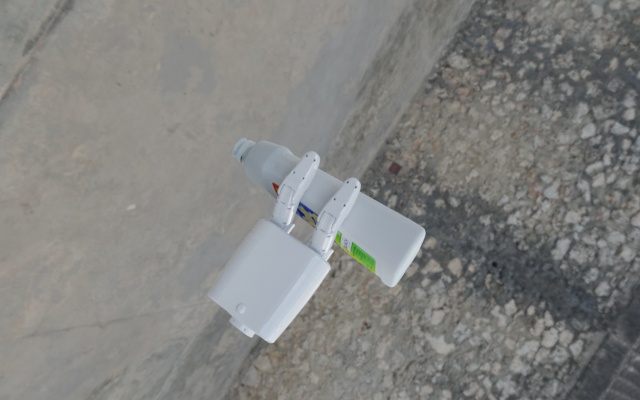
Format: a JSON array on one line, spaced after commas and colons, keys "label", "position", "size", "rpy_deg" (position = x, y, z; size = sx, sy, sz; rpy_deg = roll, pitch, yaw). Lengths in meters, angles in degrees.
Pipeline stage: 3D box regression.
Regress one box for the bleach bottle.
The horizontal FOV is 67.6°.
[{"label": "bleach bottle", "position": [0.000, 0.002, 0.574], "size": [0.251, 0.068, 0.103], "rpy_deg": [33, -16, 16]}]
